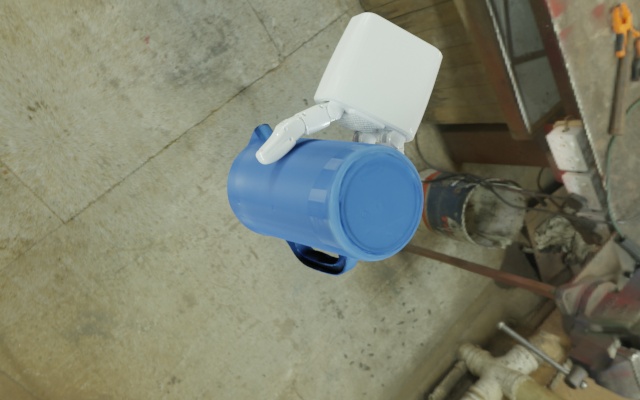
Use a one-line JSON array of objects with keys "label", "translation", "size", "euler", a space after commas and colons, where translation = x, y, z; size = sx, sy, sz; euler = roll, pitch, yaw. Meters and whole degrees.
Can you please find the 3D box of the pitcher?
[{"label": "pitcher", "translation": [0.000, 0.002, 0.534], "size": [0.149, 0.145, 0.243], "euler": [28, -8, -29]}]
